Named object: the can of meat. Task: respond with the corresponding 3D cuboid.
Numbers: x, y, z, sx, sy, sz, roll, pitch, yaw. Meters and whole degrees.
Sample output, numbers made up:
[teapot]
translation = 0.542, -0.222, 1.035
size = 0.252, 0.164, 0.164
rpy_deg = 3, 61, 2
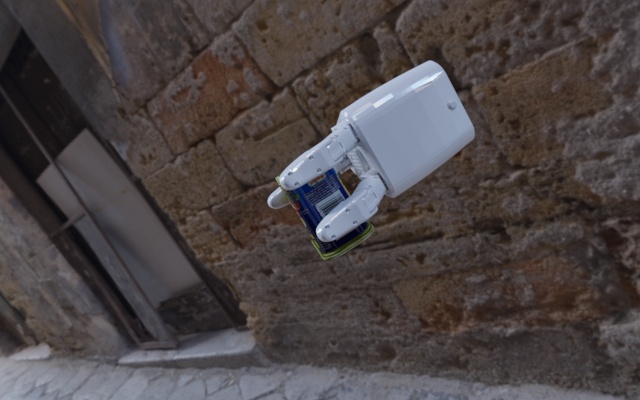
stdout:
[can of meat]
translation = 0.000, 0.001, 0.473
size = 0.057, 0.084, 0.102
rpy_deg = -32, 12, -3
